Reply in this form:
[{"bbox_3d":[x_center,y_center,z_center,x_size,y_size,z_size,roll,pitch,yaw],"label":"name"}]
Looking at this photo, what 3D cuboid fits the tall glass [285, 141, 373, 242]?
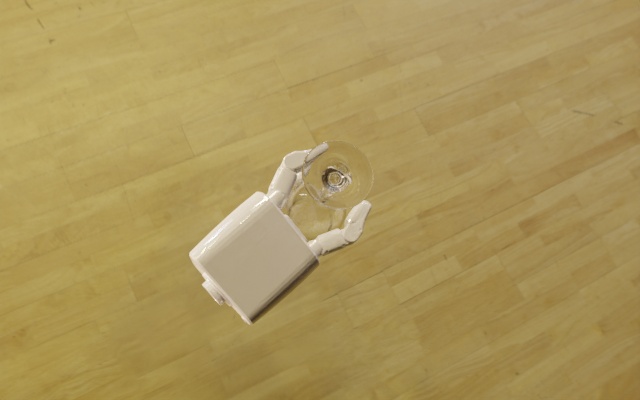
[{"bbox_3d":[0.000,0.002,0.576,0.079,0.079,0.201,0,-16,-10],"label":"tall glass"}]
